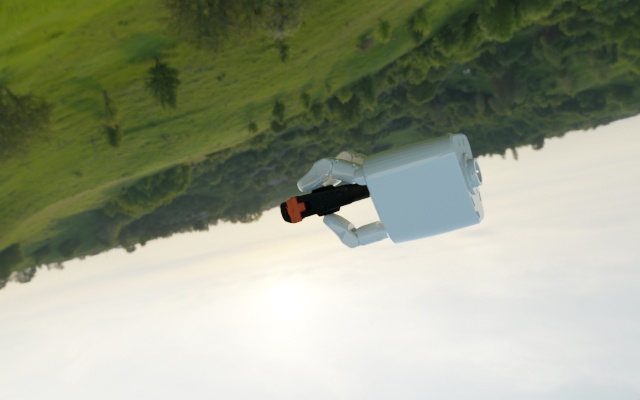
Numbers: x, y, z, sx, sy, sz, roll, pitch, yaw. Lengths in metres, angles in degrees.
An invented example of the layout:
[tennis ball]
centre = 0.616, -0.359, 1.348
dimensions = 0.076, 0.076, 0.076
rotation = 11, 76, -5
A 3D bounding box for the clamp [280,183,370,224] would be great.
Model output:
[clamp]
centre = 0.000, 0.003, 0.617
dimensions = 0.164, 0.036, 0.210
rotation = -17, 0, 29
